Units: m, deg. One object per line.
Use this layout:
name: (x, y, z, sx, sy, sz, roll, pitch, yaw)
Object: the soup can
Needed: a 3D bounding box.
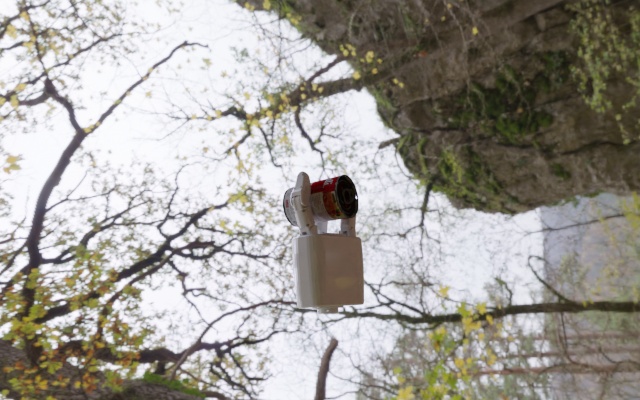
soup can: (0.000, 0.002, 0.752, 0.102, 0.068, 0.068, -12, -6, 31)
